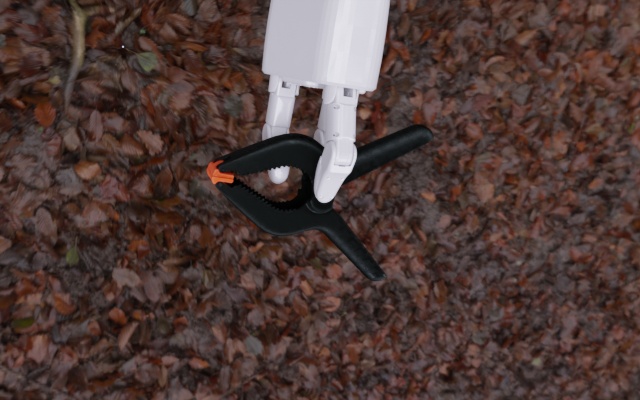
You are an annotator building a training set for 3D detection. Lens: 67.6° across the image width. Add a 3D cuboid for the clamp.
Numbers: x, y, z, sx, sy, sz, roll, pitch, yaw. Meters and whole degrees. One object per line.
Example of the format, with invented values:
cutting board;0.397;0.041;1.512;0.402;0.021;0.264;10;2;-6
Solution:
clamp;0.000;0.001;0.444;0.210;0.164;0.036;3;17;-23
